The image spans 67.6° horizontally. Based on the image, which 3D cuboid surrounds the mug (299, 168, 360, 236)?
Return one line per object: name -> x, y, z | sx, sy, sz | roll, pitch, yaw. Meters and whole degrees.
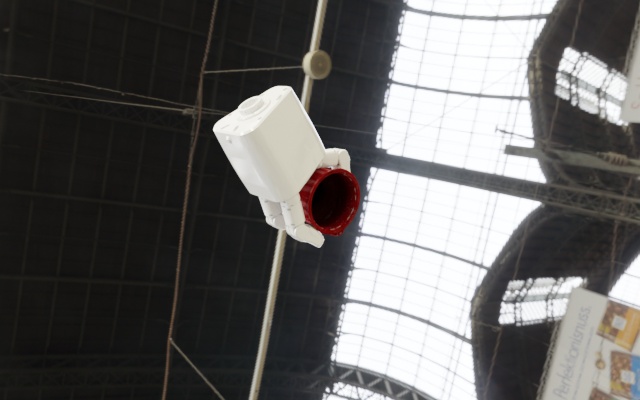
mug -> 0.001, 0.003, 0.691 | 0.093, 0.117, 0.081 | -41, 35, -23
